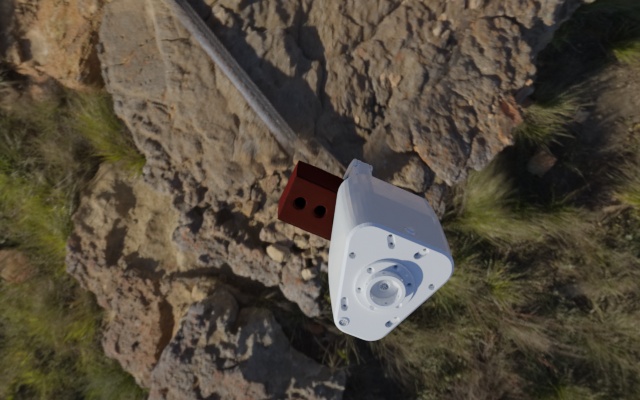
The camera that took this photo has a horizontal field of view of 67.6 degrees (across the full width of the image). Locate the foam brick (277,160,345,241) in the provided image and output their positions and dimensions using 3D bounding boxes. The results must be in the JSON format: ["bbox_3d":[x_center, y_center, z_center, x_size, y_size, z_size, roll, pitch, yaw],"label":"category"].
[{"bbox_3d":[0.000,0.002,0.500,0.078,0.053,0.051,22,22,-8],"label":"foam brick"}]
